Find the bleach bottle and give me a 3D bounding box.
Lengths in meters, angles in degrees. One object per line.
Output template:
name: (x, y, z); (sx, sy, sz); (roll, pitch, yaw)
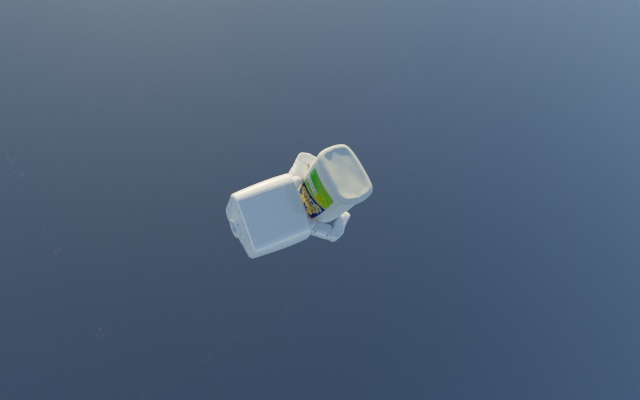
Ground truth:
bleach bottle: (0.000, 0.003, 0.840); (0.068, 0.102, 0.251); (-21, -14, -26)
